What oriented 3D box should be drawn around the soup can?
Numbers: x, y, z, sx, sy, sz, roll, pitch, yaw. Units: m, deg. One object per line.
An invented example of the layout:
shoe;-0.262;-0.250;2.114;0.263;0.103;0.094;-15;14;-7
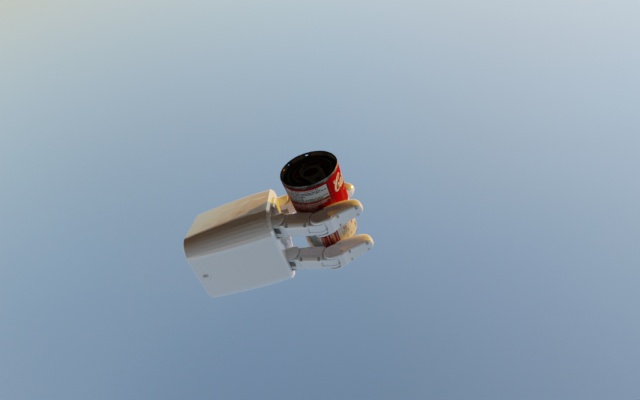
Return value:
soup can;0.001;0.002;0.566;0.068;0.102;0.068;-13;37;10
